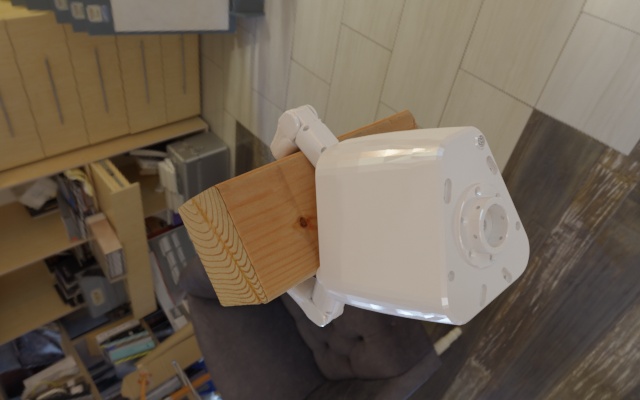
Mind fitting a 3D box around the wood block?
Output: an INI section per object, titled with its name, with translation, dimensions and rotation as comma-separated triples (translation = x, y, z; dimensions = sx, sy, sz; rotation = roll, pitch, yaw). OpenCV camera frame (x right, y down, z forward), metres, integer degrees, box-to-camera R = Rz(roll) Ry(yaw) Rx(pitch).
[wood block]
translation = 0.000, 0.001, 0.414
dimensions = 0.206, 0.091, 0.090
rotation = -25, 3, -35
